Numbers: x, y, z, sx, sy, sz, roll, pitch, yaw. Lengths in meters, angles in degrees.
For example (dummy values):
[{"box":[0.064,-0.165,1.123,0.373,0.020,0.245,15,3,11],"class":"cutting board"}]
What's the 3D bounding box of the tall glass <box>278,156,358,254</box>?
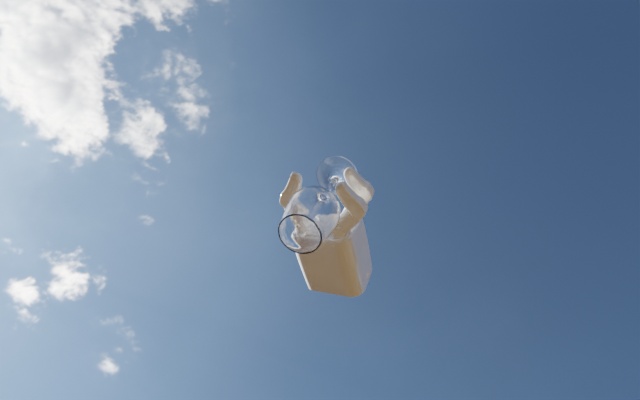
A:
[{"box":[0.000,0.002,0.721,0.079,0.079,0.201,0,26,19],"class":"tall glass"}]
